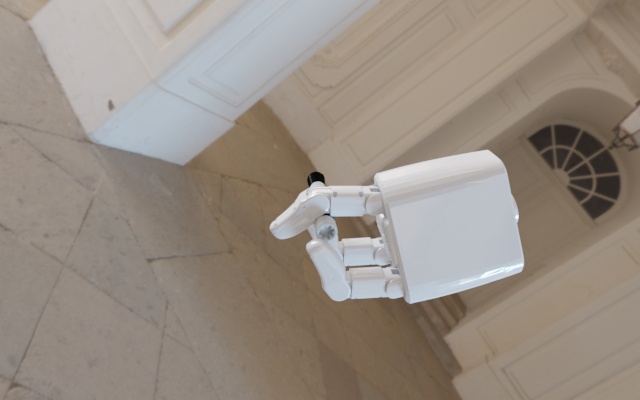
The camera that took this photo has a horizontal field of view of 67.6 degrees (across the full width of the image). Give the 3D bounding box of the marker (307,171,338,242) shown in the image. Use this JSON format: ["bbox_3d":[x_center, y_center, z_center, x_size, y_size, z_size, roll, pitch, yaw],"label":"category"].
[{"bbox_3d":[0.000,0.001,0.455,0.020,0.020,0.121,0,25,-6],"label":"marker"}]
